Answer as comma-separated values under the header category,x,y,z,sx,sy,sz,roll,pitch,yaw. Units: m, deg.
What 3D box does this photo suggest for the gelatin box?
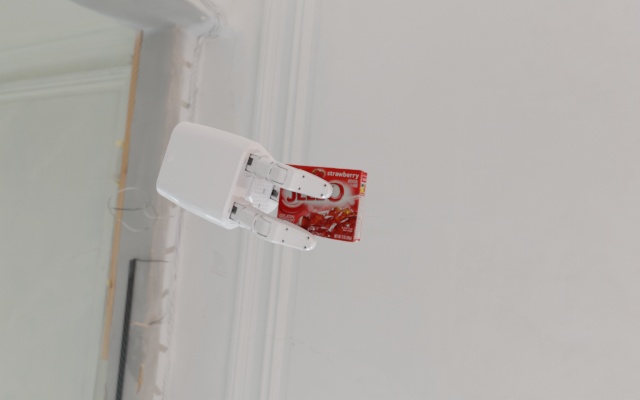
category,x,y,z,sx,sy,sz,roll,pitch,yaw
gelatin box,0.001,0.002,0.497,0.089,0.073,0.030,7,0,19
